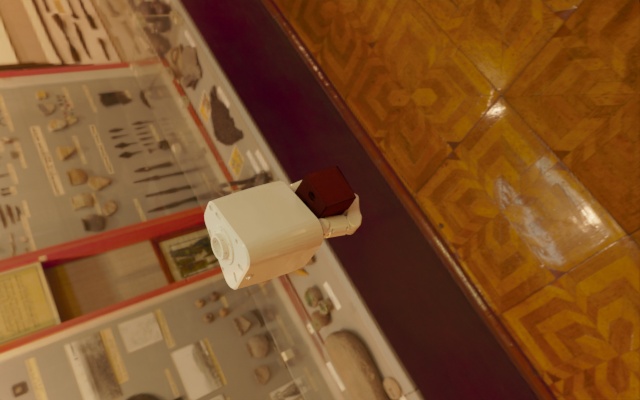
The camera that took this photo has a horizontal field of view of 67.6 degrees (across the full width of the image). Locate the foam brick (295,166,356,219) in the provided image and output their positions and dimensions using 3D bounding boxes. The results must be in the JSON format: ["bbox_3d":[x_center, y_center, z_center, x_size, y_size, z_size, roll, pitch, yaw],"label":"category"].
[{"bbox_3d":[0.000,0.002,0.623,0.051,0.053,0.078,-16,-25,-34],"label":"foam brick"}]
